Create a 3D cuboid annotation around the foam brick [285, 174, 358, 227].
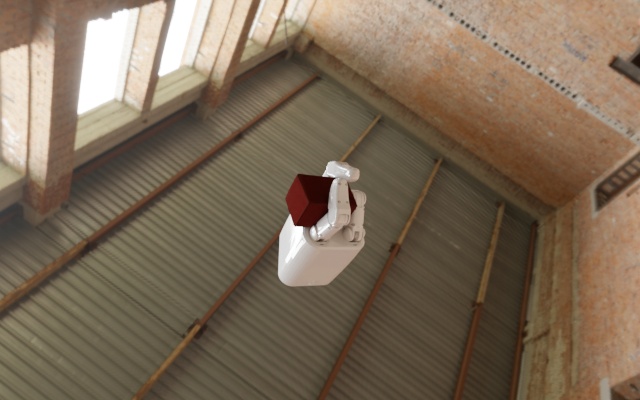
[{"bbox_3d":[0.000,0.002,0.645,0.078,0.053,0.051,4,-42,-31],"label":"foam brick"}]
